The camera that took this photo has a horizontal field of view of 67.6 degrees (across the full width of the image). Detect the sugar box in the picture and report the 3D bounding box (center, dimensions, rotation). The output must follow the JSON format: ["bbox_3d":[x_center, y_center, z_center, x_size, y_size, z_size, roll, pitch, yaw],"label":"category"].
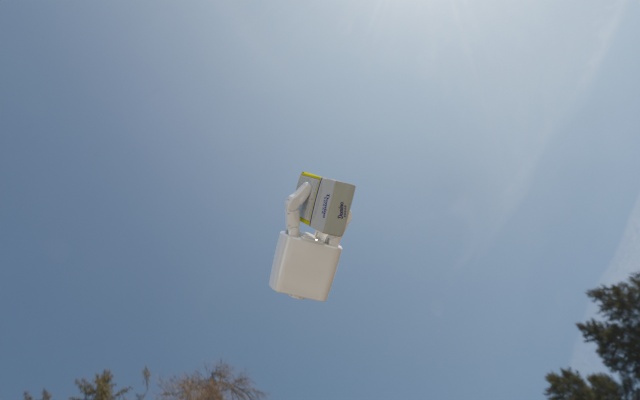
[{"bbox_3d":[0.001,0.003,0.872,0.048,0.093,0.176,13,4,-25],"label":"sugar box"}]
